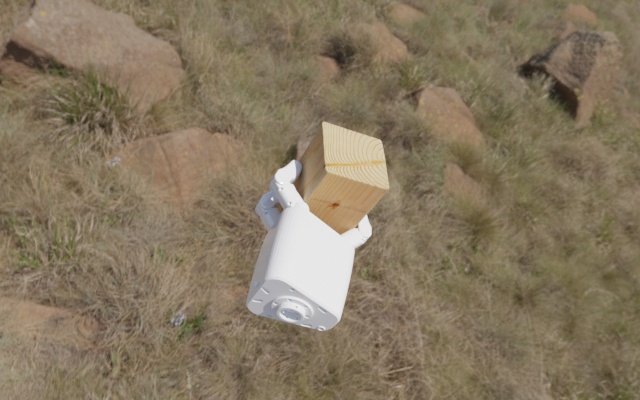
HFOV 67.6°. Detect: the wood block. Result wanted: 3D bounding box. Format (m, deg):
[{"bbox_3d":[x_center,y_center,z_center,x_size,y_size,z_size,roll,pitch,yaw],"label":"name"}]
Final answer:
[{"bbox_3d":[0.000,0.002,0.668,0.091,0.090,0.206,15,-42,-21],"label":"wood block"}]
